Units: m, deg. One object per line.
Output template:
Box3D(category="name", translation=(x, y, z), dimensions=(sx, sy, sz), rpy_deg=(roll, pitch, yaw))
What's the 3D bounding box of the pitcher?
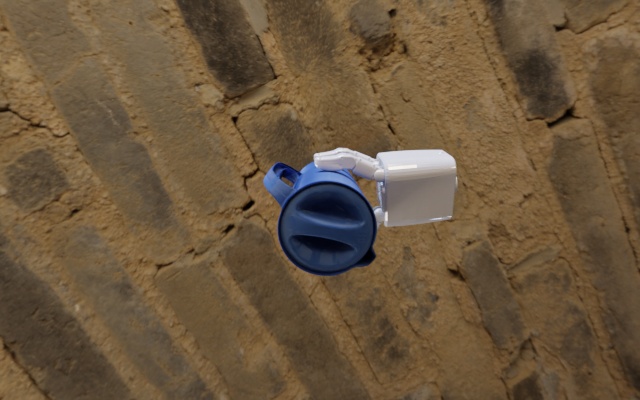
Box3D(category="pitcher", translation=(0.000, 0.002, 0.741), dimensions=(0.145, 0.149, 0.242), rpy_deg=(-7, 15, 1))
